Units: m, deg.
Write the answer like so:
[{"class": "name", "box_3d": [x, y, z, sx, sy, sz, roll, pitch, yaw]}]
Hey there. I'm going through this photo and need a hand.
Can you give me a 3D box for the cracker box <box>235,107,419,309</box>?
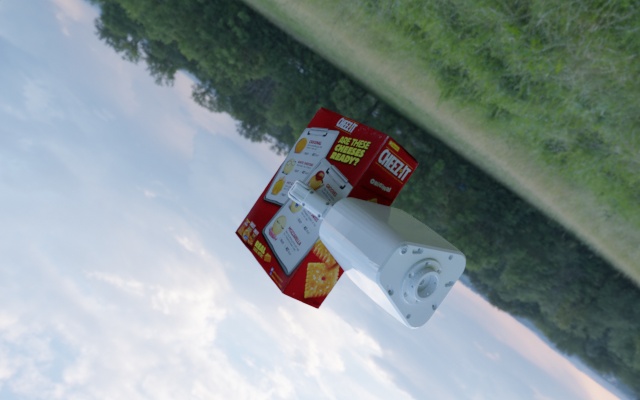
[{"class": "cracker box", "box_3d": [0.000, 0.002, 0.609, 0.072, 0.213, 0.164, 33, 2, -36]}]
